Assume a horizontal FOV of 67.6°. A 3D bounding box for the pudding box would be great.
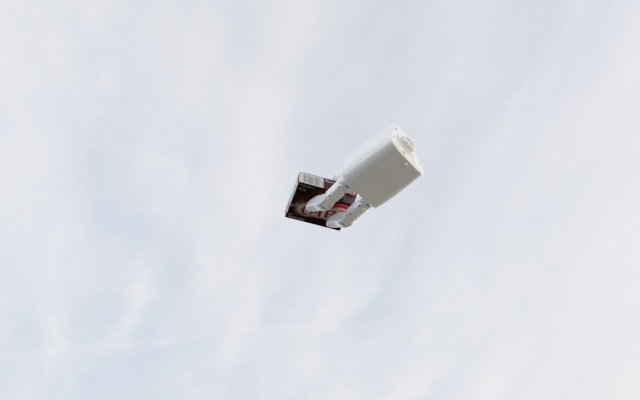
[{"bbox_3d":[0.000,0.003,0.883,0.113,0.090,0.039,16,37,-10],"label":"pudding box"}]
